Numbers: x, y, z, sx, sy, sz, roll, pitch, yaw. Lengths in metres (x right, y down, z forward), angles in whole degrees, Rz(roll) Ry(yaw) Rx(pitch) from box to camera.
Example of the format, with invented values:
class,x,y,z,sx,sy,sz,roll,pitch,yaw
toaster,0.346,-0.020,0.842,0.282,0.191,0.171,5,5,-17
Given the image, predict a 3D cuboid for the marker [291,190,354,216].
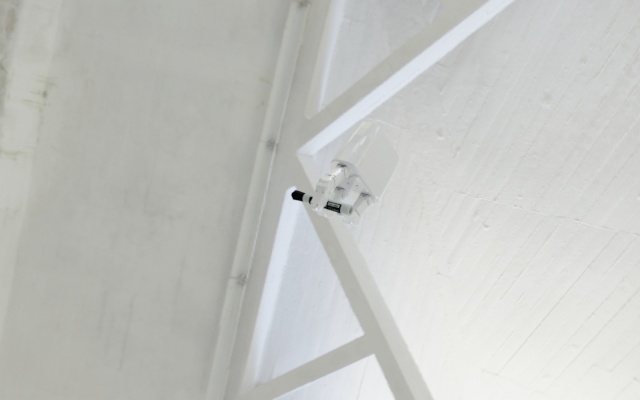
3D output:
class,x,y,z,sx,sy,sz,roll,pitch,yaw
marker,0.000,0.003,0.807,0.121,0.020,0.020,16,8,32
